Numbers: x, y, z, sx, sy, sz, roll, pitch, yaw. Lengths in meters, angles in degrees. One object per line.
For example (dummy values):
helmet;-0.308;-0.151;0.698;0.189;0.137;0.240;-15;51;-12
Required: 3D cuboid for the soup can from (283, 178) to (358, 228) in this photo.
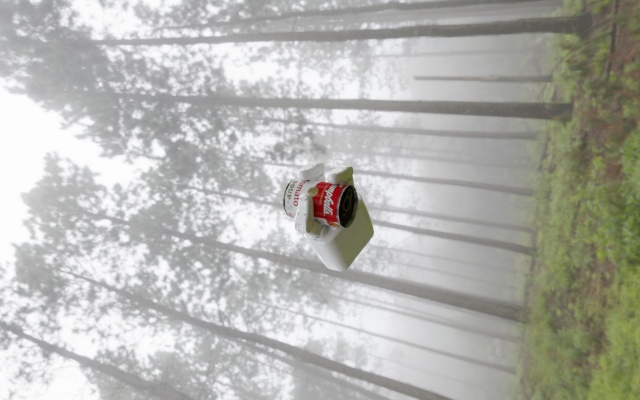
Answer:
soup can;0.000;0.002;0.766;0.102;0.068;0.068;9;4;29
